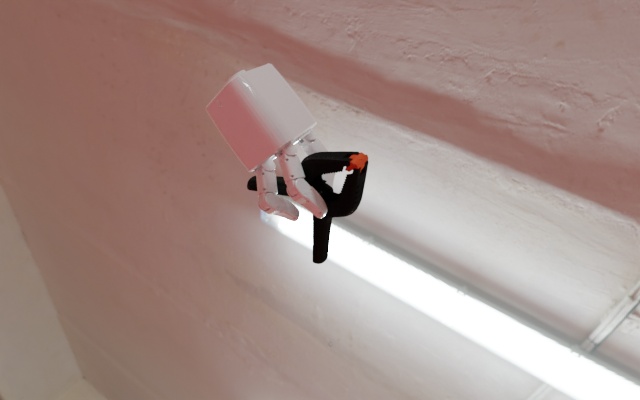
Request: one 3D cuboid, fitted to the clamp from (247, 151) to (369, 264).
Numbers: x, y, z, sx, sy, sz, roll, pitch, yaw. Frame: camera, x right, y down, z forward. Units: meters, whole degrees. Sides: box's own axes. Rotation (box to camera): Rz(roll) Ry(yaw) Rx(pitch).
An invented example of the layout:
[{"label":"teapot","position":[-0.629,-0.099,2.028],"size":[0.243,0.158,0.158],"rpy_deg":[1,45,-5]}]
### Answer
[{"label":"clamp","position":[0.001,0.001,0.648],"size":[0.210,0.164,0.036],"rpy_deg":[-29,12,48]}]
